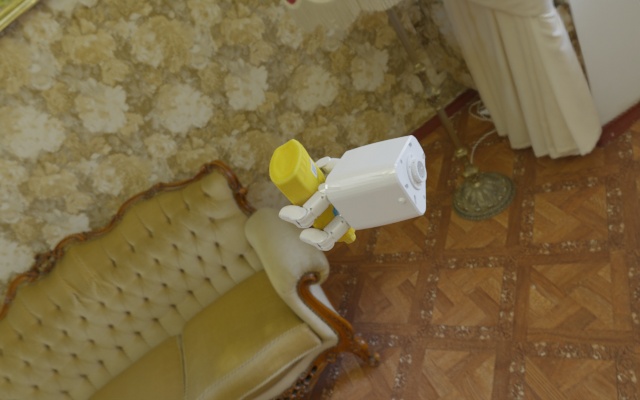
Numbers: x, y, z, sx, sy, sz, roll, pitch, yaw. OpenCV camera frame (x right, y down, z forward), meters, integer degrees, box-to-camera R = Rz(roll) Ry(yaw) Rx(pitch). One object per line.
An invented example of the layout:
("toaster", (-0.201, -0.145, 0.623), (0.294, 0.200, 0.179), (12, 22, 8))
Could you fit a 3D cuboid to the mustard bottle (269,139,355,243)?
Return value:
("mustard bottle", (0.000, 0.002, 0.721), (0.058, 0.192, 0.096), (-30, 36, 15))
